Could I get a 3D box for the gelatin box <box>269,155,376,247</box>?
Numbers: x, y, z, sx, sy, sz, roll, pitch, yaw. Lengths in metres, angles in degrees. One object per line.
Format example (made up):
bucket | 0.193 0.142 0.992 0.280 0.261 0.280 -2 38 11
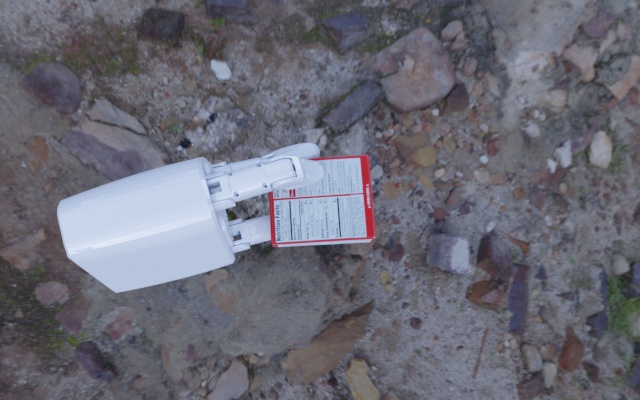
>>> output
gelatin box | 0.000 0.001 0.412 0.089 0.073 0.030 -4 -11 -1
